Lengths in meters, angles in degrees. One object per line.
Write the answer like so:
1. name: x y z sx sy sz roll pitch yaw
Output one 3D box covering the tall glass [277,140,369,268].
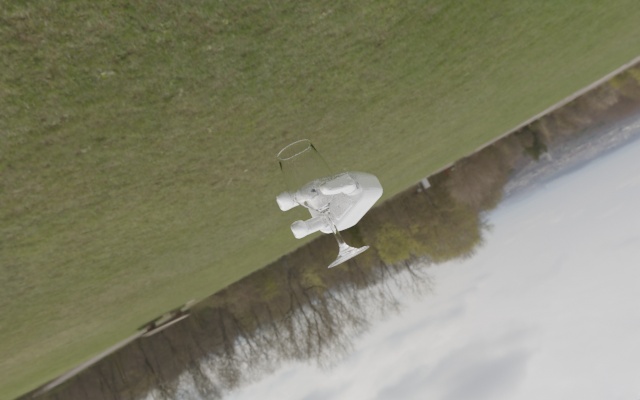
1. tall glass: 0.000 0.003 0.772 0.079 0.201 0.079 -26 -11 -5
